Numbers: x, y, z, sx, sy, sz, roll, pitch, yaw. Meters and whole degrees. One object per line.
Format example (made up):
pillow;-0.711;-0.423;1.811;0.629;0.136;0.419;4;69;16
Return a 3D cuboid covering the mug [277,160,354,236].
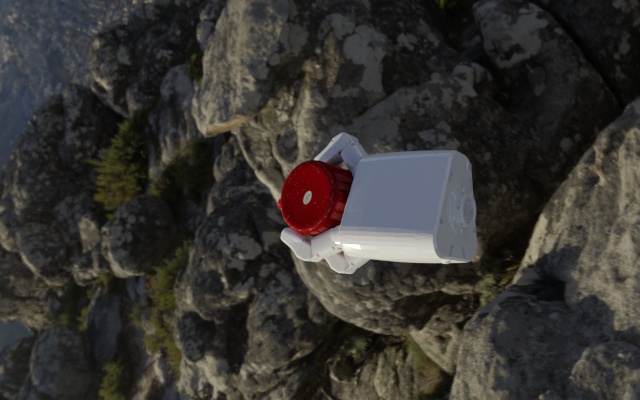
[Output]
mug;-0.001;0.002;0.552;0.117;0.093;0.081;-3;-11;40
